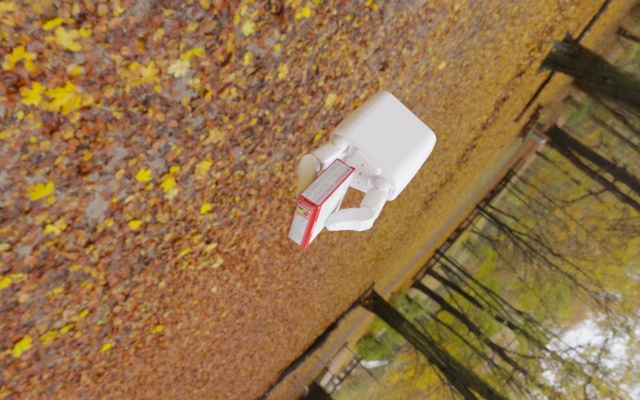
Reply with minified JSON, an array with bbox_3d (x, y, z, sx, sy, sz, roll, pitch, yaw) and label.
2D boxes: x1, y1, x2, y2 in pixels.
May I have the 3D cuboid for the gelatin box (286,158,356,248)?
[{"bbox_3d":[0.000,0.002,0.560,0.030,0.073,0.089,31,46,12],"label":"gelatin box"}]
